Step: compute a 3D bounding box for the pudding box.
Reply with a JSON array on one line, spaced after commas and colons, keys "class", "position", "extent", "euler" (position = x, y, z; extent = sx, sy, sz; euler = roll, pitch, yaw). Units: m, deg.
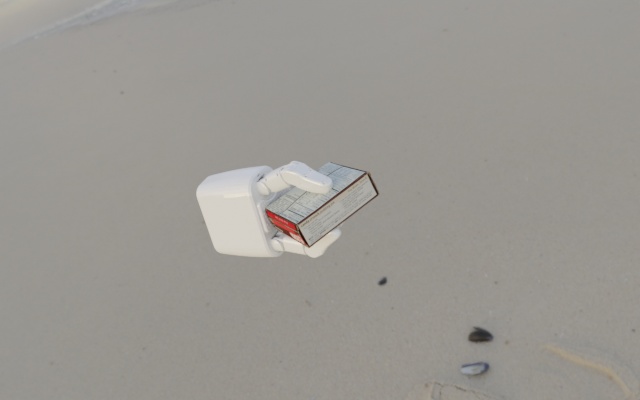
[{"class": "pudding box", "position": [0.000, 0.002, 0.579], "extent": [0.113, 0.039, 0.090], "euler": [-38, 28, -17]}]
